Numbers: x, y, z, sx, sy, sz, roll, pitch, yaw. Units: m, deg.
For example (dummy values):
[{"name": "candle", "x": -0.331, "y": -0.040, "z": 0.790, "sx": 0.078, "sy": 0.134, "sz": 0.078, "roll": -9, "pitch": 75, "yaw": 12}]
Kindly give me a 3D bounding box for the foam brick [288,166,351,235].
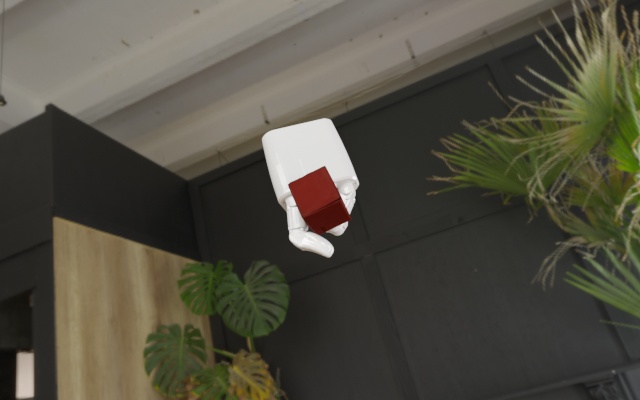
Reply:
[{"name": "foam brick", "x": 0.000, "y": 0.002, "z": 0.598, "sx": 0.053, "sy": 0.051, "sz": 0.078, "roll": -25, "pitch": -24, "yaw": 3}]
